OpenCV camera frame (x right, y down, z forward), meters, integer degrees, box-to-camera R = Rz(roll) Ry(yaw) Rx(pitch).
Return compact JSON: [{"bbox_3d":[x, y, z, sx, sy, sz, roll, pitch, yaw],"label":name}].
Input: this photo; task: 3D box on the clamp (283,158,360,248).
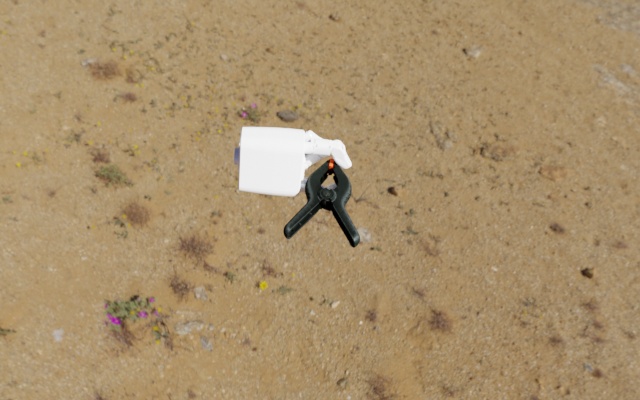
[{"bbox_3d":[0.000,0.002,0.790,0.120,0.171,0.039,4,-39,-8],"label":"clamp"}]
